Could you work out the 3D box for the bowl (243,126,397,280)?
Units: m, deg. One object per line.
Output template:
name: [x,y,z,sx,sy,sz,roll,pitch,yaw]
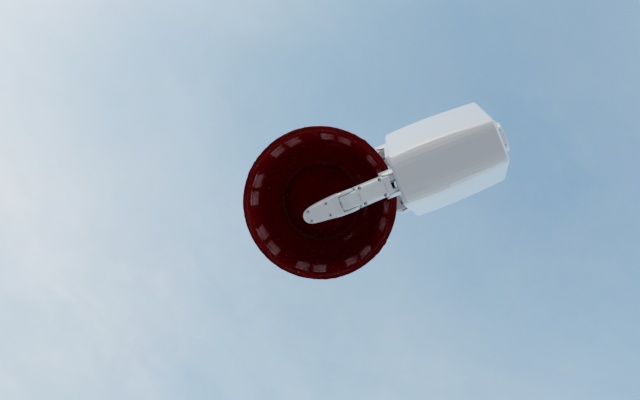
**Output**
bowl: [-0.001,0.002,0.524,0.162,0.162,0.055,0,3,3]
